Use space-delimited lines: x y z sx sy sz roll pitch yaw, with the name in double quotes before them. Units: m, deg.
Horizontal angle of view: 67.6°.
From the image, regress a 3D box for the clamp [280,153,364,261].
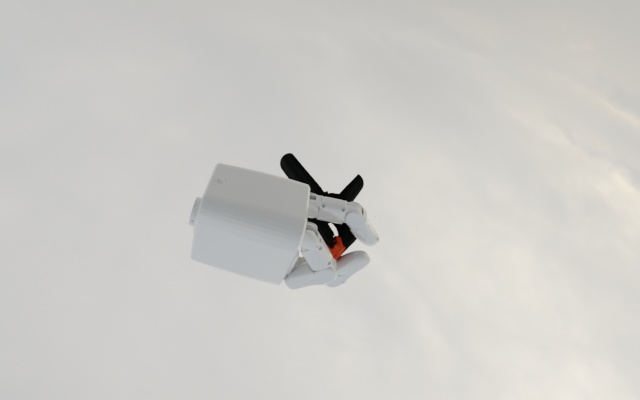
"clamp" 0.000 0.003 0.592 0.120 0.039 0.171 16 34 -8
